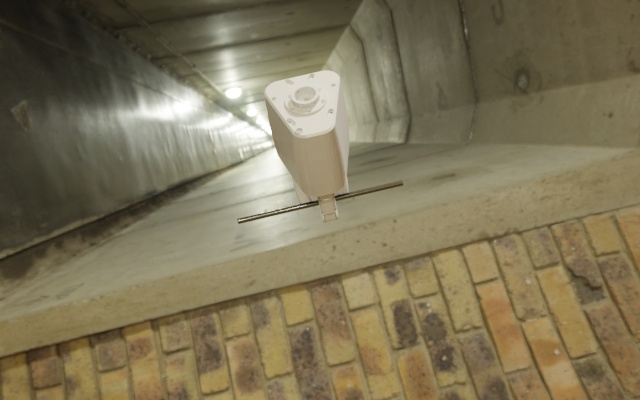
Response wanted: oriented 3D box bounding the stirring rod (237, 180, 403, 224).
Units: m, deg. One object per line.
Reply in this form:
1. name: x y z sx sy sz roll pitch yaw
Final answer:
1. stirring rod: 0.000 0.002 0.679 0.239 0.011 0.011 -13 0 -1
